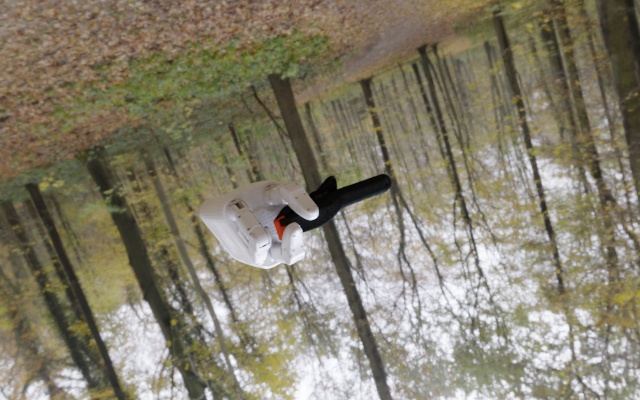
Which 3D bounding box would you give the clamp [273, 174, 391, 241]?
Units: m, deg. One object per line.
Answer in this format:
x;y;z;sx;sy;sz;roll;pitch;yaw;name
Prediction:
0.000;0.003;0.649;0.171;0.039;0.120;-25;12;-30;clamp
